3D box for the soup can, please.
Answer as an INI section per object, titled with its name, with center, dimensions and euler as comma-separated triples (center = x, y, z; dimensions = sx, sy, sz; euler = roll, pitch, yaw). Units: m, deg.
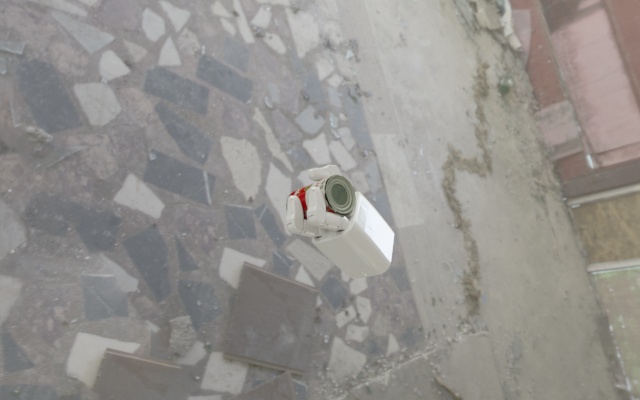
[soup can]
center = 0.000, 0.002, 0.791
dimensions = 0.068, 0.068, 0.102
euler = 0, -14, -42
